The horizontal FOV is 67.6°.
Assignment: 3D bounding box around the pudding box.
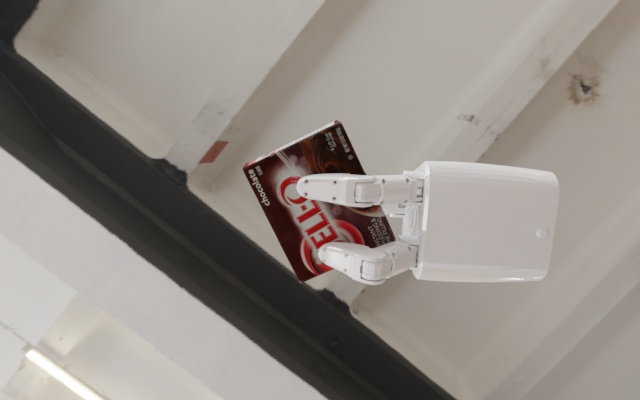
[{"bbox_3d":[0.000,0.001,0.405,0.090,0.113,0.039,-25,9,6],"label":"pudding box"}]
